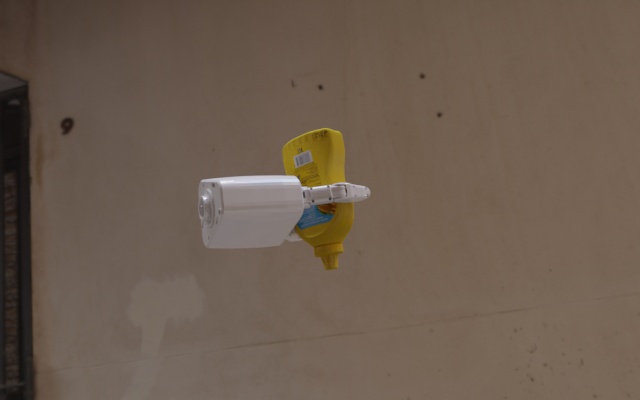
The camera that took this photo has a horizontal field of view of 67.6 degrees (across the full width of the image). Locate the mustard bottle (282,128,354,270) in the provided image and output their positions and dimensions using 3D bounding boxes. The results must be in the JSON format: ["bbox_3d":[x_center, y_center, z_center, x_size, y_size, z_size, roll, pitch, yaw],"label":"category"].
[{"bbox_3d":[0.000,0.002,0.675,0.096,0.191,0.058,-18,-15,36],"label":"mustard bottle"}]
